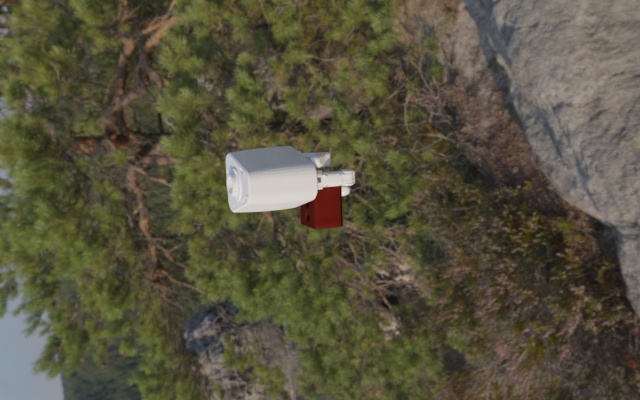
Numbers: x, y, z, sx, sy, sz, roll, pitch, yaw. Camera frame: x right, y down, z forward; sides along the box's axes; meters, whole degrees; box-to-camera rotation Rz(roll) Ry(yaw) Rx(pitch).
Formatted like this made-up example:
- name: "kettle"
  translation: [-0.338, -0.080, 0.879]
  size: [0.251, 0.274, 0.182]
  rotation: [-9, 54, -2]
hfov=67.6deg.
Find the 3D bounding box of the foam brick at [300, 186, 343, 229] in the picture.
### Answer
- name: "foam brick"
  translation: [0.000, 0.003, 0.759]
  size: [0.051, 0.078, 0.053]
  rotation: [-7, 10, -28]
